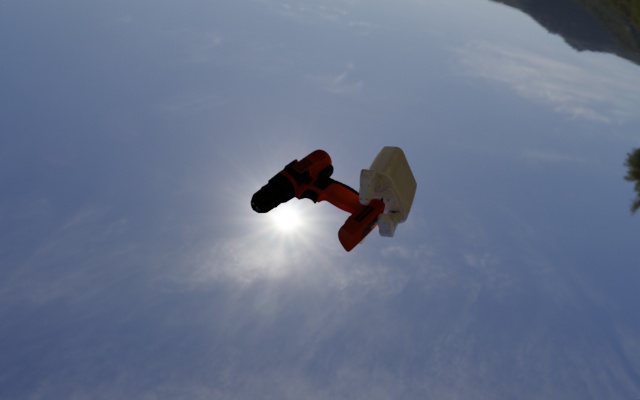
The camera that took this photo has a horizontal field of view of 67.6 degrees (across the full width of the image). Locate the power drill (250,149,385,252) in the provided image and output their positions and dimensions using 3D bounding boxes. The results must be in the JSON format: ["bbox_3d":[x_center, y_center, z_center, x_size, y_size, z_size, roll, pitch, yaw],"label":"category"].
[{"bbox_3d":[0.001,0.003,0.814,0.187,0.057,0.184,37,55,20],"label":"power drill"}]
